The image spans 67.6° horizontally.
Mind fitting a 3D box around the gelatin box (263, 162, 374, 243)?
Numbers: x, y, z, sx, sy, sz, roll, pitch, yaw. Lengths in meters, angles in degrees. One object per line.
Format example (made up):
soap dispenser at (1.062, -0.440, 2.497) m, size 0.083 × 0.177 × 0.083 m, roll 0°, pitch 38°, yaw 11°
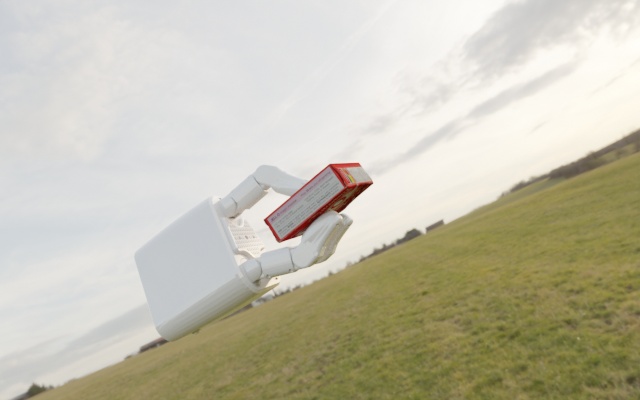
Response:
gelatin box at (0.000, 0.001, 0.455) m, size 0.089 × 0.030 × 0.073 m, roll -40°, pitch -12°, yaw 22°
